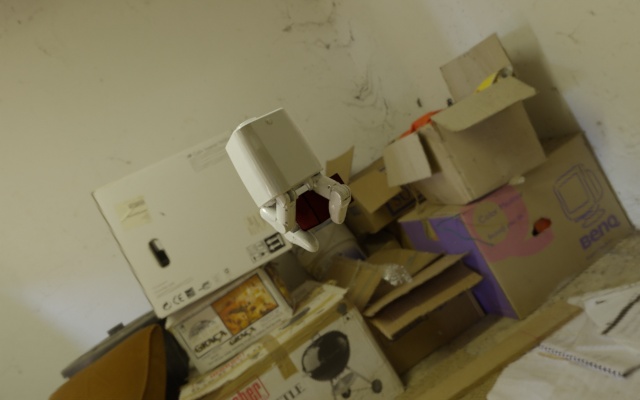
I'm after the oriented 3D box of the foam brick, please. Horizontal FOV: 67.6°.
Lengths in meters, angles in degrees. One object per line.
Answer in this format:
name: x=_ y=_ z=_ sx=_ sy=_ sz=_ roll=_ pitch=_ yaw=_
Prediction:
foam brick: x=0.000 y=0.002 z=0.709 sx=0.078 sy=0.051 sz=0.053 roll=-33 pitch=2 yaw=-38
